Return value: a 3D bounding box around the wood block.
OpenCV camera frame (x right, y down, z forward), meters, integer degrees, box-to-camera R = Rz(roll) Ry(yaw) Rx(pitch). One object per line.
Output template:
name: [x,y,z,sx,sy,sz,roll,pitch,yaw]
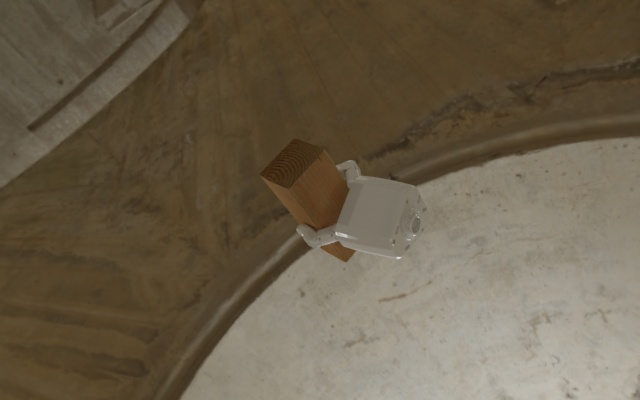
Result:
wood block: [0.000,0.003,0.825,0.090,0.091,0.206,26,-22,48]
